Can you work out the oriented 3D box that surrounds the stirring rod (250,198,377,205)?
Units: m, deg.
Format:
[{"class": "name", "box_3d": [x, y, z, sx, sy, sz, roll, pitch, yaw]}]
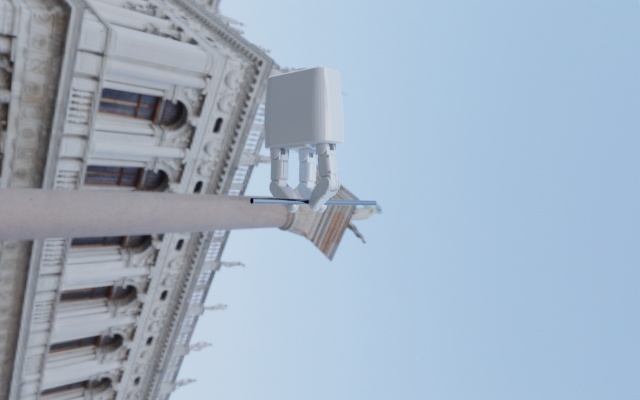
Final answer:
[{"class": "stirring rod", "box_3d": [0.000, 0.002, 0.697, 0.239, 0.011, 0.011, 1, -1, -42]}]
